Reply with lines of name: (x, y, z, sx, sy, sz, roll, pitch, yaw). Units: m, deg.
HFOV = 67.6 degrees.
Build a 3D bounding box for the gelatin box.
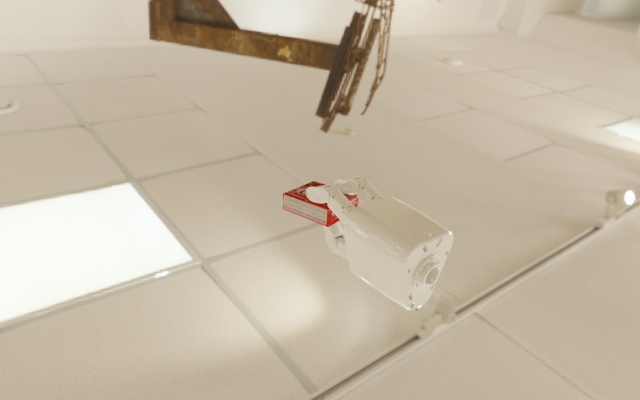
gelatin box: (0.000, 0.003, 0.711, 0.089, 0.030, 0.073, 19, 29, 34)
